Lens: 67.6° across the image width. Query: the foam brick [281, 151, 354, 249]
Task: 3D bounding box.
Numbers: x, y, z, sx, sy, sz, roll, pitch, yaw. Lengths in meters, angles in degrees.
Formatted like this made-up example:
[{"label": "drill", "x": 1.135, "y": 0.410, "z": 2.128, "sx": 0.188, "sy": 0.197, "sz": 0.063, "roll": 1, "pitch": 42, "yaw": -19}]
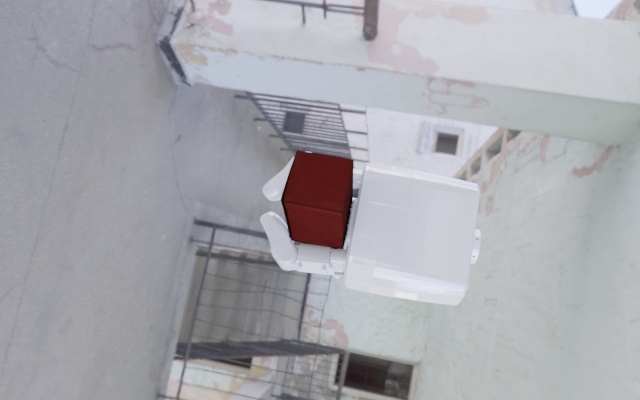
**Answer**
[{"label": "foam brick", "x": 0.000, "y": 0.001, "z": 0.420, "sx": 0.051, "sy": 0.053, "sz": 0.078, "roll": 10, "pitch": -28, "yaw": 9}]
